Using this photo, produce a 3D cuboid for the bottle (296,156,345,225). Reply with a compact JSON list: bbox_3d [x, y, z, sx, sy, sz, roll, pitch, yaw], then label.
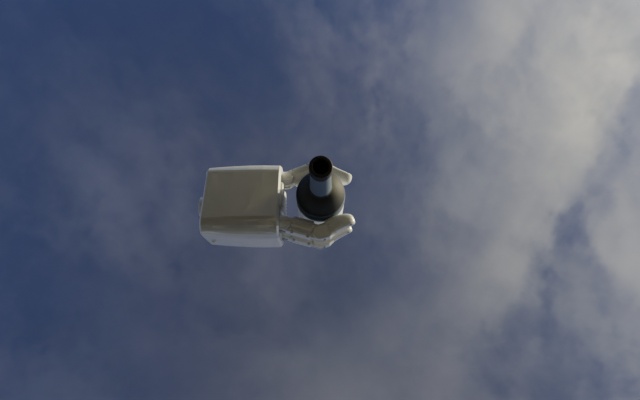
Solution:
[{"bbox_3d":[0.000,0.002,0.679,0.069,0.069,0.296,0,-16,0],"label":"bottle"}]
